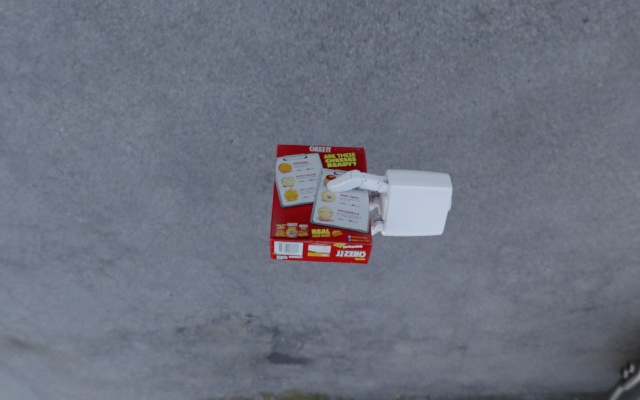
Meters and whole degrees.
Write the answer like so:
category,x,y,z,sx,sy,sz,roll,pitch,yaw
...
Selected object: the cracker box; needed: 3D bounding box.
category,x,y,z,sx,sy,sz,roll,pitch,yaw
cracker box,0.000,0.003,0.828,0.164,0.213,0.072,2,-39,-3
